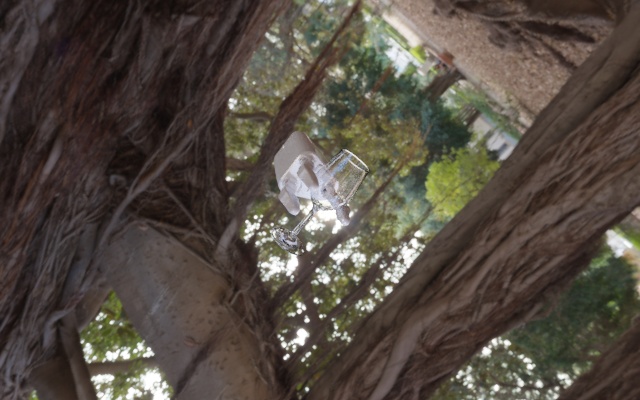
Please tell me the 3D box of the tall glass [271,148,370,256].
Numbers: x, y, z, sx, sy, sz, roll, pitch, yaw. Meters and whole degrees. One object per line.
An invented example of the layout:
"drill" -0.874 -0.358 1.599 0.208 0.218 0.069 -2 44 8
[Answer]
"tall glass" 0.000 0.003 0.849 0.079 0.201 0.079 35 20 -14
